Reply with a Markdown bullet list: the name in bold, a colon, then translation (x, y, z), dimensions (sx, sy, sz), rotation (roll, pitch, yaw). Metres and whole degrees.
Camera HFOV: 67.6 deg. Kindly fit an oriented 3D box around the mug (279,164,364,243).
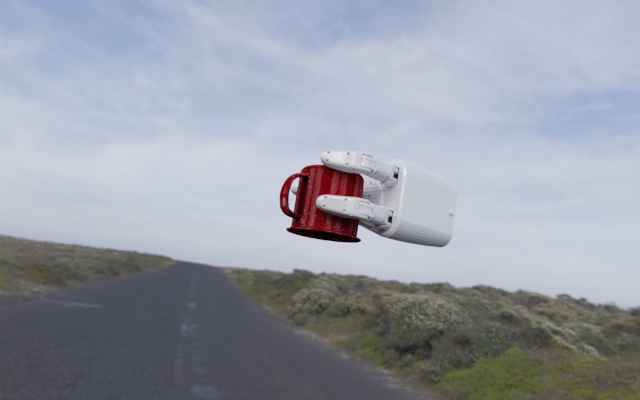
- **mug**: translation (-0.001, 0.001, 0.585), dimensions (0.117, 0.081, 0.093), rotation (16, -13, -35)
